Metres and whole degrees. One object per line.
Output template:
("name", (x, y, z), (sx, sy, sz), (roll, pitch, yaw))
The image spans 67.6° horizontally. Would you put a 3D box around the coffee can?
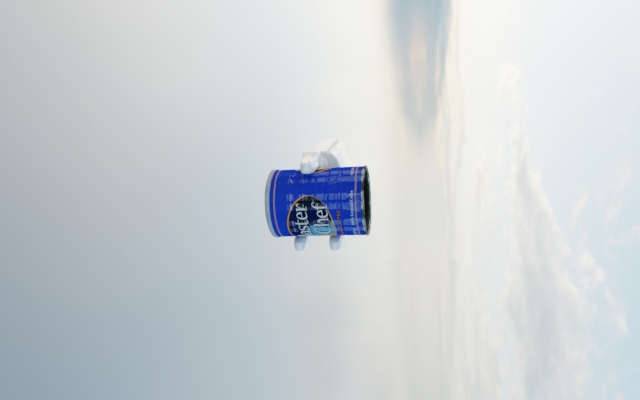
("coffee can", (0.000, 0.002, 0.703), (0.140, 0.103, 0.103), (-2, 0, 12))
